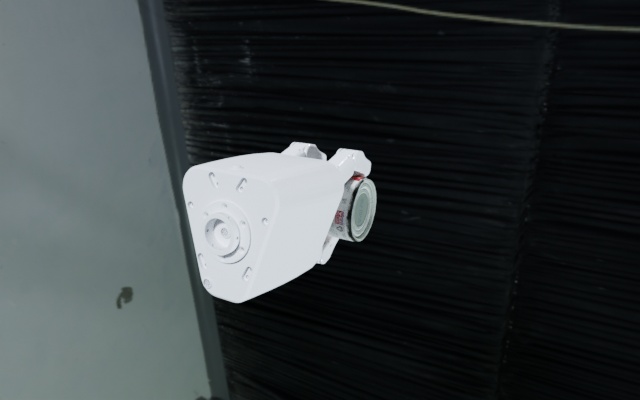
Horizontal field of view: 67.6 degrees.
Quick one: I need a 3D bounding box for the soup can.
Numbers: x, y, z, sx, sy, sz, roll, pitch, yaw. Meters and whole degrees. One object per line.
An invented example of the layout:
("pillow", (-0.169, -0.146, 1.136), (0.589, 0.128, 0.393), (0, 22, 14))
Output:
("soup can", (0.001, 0.002, 0.509), (0.102, 0.068, 0.068), (11, 5, 26))
